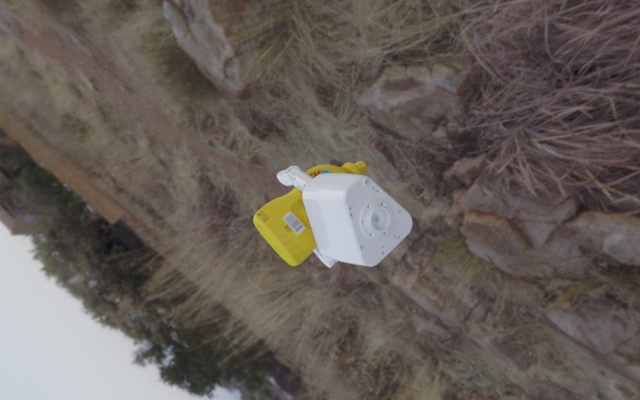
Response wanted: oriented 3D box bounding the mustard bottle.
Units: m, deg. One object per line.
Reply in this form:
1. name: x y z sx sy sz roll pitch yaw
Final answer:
1. mustard bottle: 0.000 0.003 0.713 0.191 0.096 0.058 -40 -5 -21
